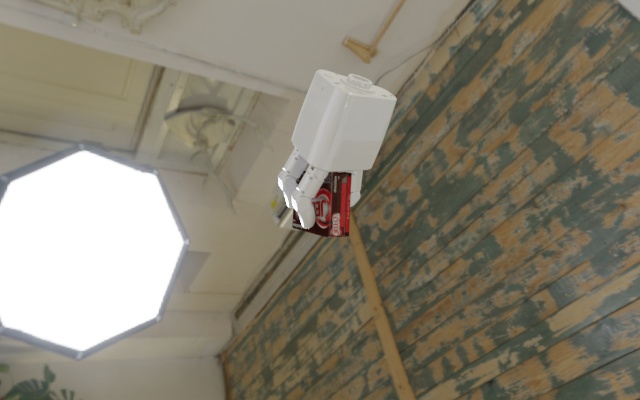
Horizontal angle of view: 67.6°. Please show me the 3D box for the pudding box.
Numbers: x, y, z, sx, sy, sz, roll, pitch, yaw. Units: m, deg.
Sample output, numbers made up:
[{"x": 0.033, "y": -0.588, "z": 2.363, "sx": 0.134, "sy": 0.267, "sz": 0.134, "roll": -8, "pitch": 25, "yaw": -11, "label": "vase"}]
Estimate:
[{"x": 0.000, "y": 0.002, "z": 0.686, "sx": 0.039, "sy": 0.090, "sz": 0.113, "roll": 2, "pitch": 3, "yaw": -28, "label": "pudding box"}]
